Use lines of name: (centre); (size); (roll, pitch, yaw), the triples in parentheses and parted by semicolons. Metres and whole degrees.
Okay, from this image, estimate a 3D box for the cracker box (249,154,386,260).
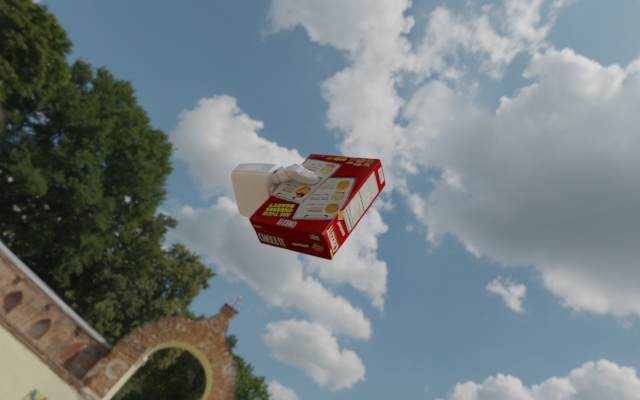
cracker box: (0.000, 0.003, 0.882); (0.164, 0.072, 0.213); (9, 44, 35)
